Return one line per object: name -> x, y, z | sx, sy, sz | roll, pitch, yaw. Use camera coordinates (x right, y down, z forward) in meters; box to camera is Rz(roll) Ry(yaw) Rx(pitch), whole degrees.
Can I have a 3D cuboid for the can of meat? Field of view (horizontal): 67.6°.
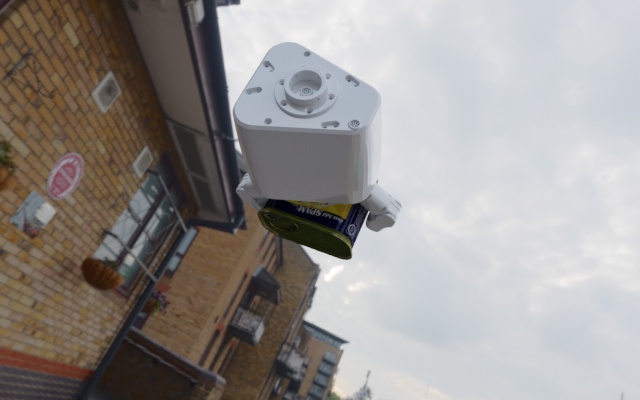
can of meat -> 0.000, 0.001, 0.492 | 0.102, 0.084, 0.057 | 18, -25, 16
